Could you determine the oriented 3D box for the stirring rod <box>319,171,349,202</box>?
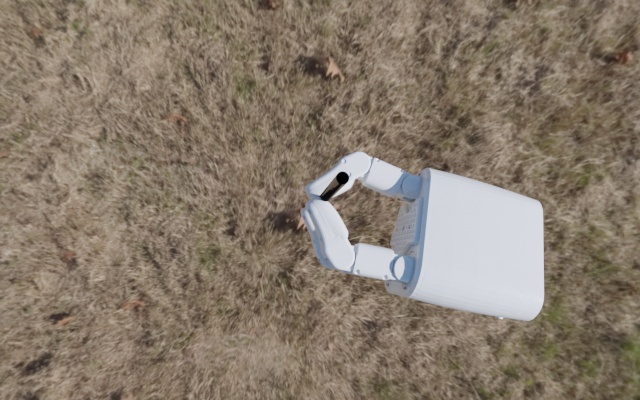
[{"bbox_3d":[0.000,0.001,0.404,0.011,0.011,0.239,0,-7,-6],"label":"stirring rod"}]
